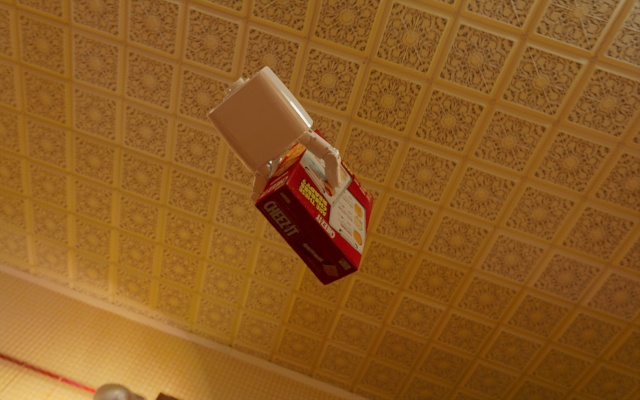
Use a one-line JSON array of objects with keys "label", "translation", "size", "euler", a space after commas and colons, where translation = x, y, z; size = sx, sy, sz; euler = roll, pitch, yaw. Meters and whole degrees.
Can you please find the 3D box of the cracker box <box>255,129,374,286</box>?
[{"label": "cracker box", "translation": [0.000, 0.002, 0.749], "size": [0.072, 0.164, 0.213], "euler": [-32, 18, 26]}]
